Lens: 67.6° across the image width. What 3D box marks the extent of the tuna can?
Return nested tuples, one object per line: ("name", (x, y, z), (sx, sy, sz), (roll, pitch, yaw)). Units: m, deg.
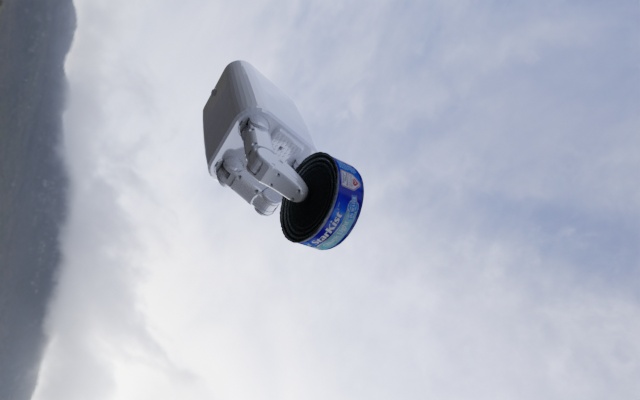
("tuna can", (0.001, 0.002, 0.436), (0.034, 0.086, 0.086), (21, -12, -33))
